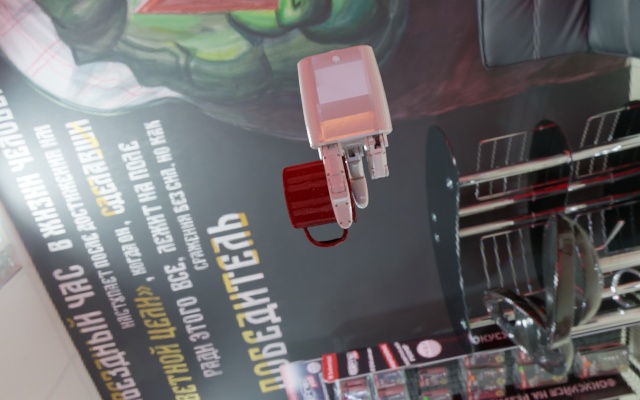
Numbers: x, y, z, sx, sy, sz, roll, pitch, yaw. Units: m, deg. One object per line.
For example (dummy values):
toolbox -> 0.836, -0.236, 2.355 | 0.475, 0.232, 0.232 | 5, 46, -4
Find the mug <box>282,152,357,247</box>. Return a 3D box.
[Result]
mug -> 0.000, 0.003, 0.613 | 0.081, 0.117, 0.093 | -11, -1, 2
